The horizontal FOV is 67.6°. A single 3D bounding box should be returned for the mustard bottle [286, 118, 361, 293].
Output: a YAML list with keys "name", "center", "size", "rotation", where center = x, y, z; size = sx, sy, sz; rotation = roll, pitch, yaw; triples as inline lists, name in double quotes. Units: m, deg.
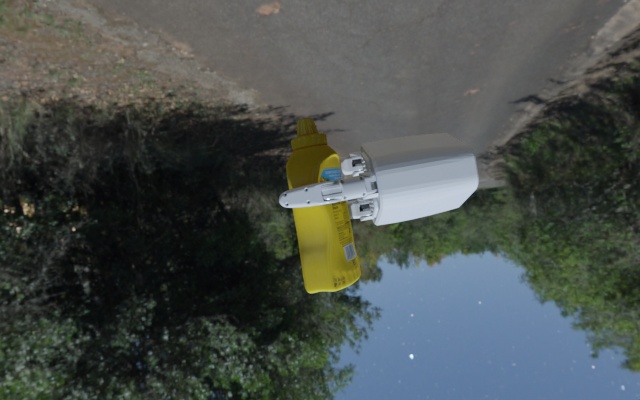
- name: "mustard bottle"
  center: [0.000, 0.002, 0.544]
  size: [0.058, 0.191, 0.096]
  rotation: [-9, 1, 23]
